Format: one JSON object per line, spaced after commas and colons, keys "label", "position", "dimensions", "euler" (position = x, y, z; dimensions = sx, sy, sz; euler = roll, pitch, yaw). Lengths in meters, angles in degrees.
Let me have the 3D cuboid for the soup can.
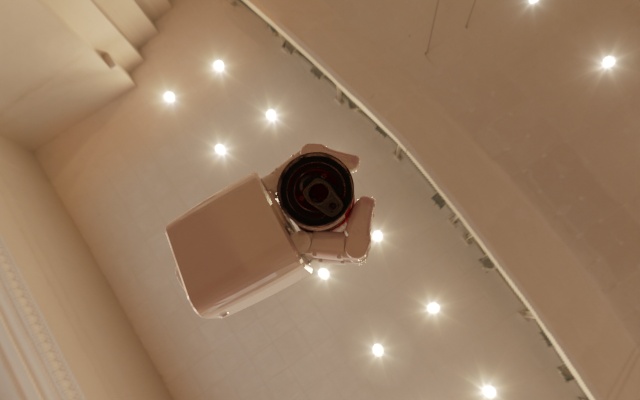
{"label": "soup can", "position": [0.000, 0.001, 0.464], "dimensions": [0.068, 0.068, 0.102], "euler": [0, -13, 5]}
